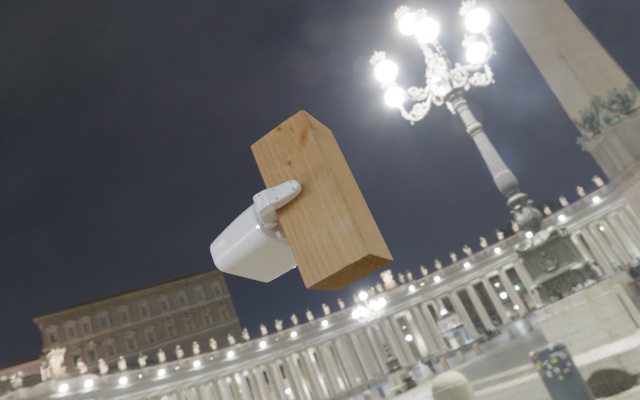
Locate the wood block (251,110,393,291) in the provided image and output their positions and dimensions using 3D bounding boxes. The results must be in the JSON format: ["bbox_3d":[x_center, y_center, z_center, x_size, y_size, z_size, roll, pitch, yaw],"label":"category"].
[{"bbox_3d":[0.000,0.002,0.613,0.090,0.206,0.091,-32,-23,18],"label":"wood block"}]
